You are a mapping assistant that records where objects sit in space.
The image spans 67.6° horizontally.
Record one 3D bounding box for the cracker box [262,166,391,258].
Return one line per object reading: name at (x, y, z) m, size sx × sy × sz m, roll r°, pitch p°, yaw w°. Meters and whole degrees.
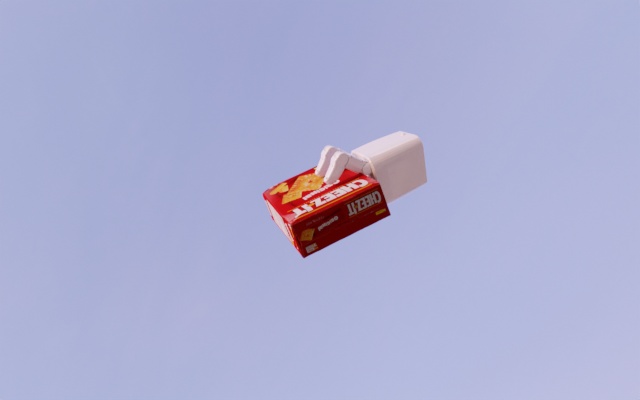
cracker box at (0.000, 0.003, 0.850) m, size 0.164 × 0.072 × 0.213 m, roll -26°, pitch 21°, yaw -11°
